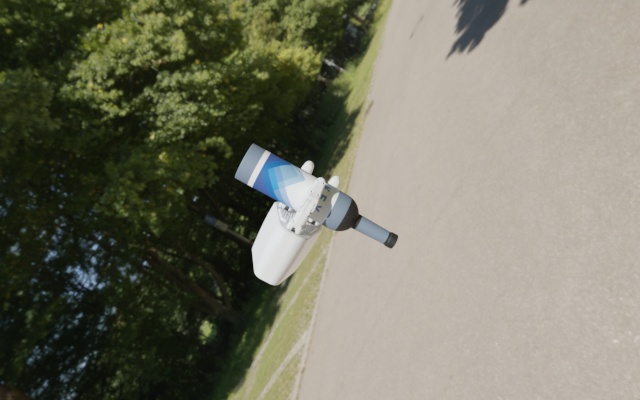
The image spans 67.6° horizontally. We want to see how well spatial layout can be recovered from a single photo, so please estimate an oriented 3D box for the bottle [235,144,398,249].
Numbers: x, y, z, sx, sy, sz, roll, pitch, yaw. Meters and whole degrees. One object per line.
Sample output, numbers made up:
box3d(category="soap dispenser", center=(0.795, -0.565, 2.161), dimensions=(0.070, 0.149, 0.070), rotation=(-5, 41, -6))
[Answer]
box3d(category="bottle", center=(0.000, 0.002, 0.819), dimensions=(0.296, 0.069, 0.069), rotation=(29, -3, -5))
